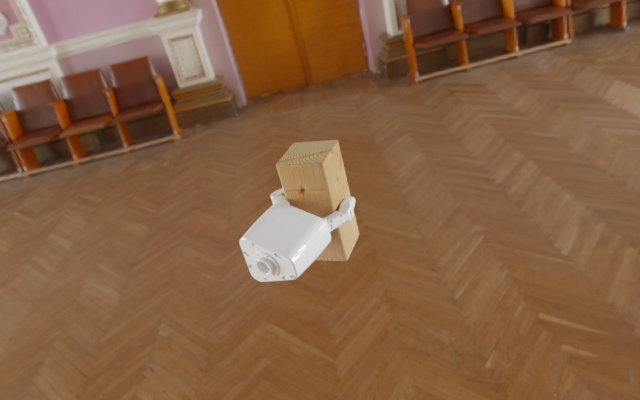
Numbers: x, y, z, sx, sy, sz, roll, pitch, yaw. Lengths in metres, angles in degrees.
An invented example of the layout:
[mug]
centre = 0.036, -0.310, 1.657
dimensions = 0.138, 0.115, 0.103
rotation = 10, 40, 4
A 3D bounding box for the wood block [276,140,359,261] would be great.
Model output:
[wood block]
centre = 0.000, 0.003, 0.880
dimensions = 0.091, 0.206, 0.090
rotation = -1, 32, 23
